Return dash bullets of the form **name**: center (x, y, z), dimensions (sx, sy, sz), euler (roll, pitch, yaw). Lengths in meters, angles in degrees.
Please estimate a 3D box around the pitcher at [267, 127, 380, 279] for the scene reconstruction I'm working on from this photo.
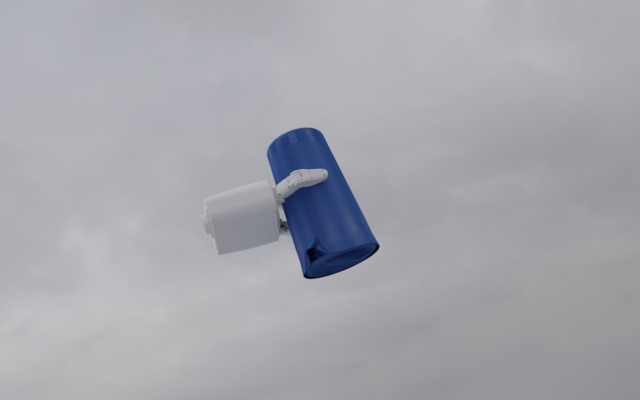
- **pitcher**: center (0.000, 0.003, 0.819), dimensions (0.145, 0.242, 0.149), euler (-16, -22, -15)
